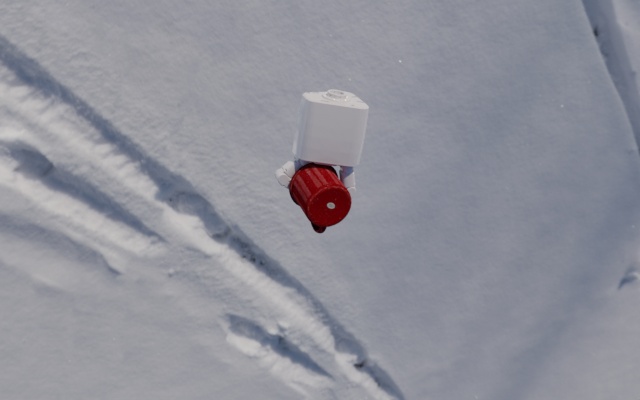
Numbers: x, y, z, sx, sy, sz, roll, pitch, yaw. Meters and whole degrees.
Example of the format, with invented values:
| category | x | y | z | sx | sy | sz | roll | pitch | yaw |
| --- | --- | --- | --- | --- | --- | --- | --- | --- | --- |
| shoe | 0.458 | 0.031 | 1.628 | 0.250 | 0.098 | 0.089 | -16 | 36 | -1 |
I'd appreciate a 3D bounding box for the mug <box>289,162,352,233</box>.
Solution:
| category | x | y | z | sx | sy | sz | roll | pitch | yaw |
| --- | --- | --- | --- | --- | --- | --- | --- | --- | --- |
| mug | 0.000 | 0.004 | 0.817 | 0.093 | 0.117 | 0.081 | -2 | 29 | -21 |
